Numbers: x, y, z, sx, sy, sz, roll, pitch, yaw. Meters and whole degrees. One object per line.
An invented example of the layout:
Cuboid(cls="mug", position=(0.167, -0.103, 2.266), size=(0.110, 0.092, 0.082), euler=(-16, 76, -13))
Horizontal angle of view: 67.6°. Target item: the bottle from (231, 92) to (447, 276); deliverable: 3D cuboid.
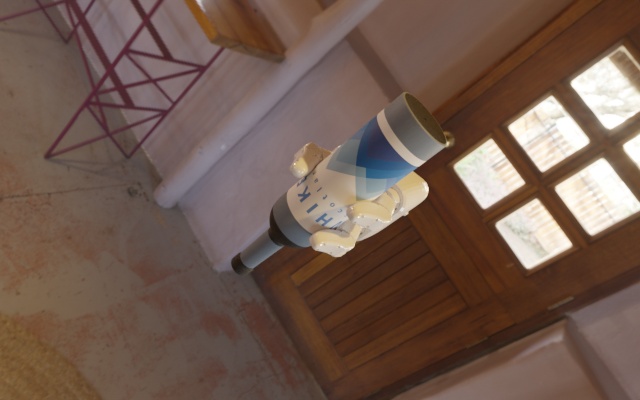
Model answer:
Cuboid(cls="bottle", position=(0.000, 0.002, 0.530), size=(0.296, 0.069, 0.069), euler=(-39, -21, 28))
